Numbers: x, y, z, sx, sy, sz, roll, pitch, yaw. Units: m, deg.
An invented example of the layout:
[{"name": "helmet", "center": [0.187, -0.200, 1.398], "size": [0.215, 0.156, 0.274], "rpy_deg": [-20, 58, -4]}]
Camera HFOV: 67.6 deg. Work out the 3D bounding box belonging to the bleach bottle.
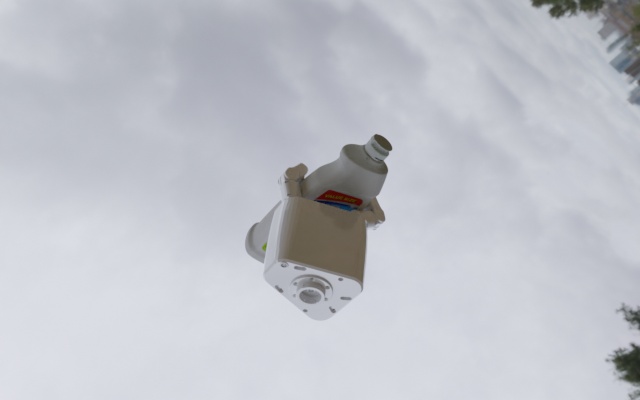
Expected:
[{"name": "bleach bottle", "center": [0.000, 0.002, 0.649], "size": [0.102, 0.068, 0.251], "rpy_deg": [29, -54, -18]}]
